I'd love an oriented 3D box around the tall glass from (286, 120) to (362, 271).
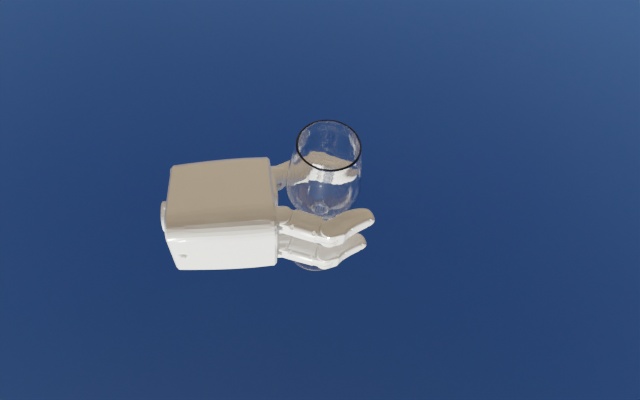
[{"bbox_3d":[0.000,0.002,0.525,0.079,0.079,0.201,0,-33,-6],"label":"tall glass"}]
